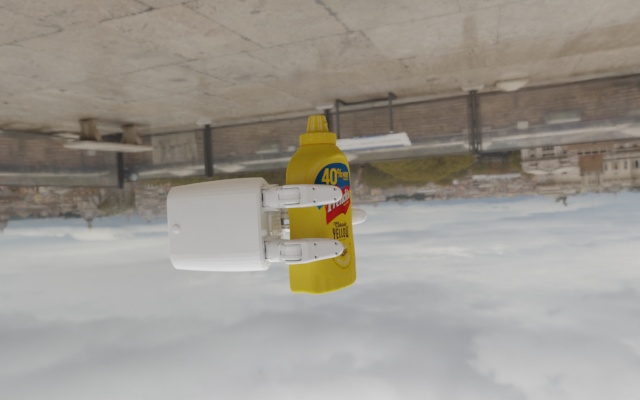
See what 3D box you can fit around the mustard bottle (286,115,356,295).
[{"bbox_3d":[0.000,0.002,0.531,0.058,0.191,0.096,-3,0,34],"label":"mustard bottle"}]
